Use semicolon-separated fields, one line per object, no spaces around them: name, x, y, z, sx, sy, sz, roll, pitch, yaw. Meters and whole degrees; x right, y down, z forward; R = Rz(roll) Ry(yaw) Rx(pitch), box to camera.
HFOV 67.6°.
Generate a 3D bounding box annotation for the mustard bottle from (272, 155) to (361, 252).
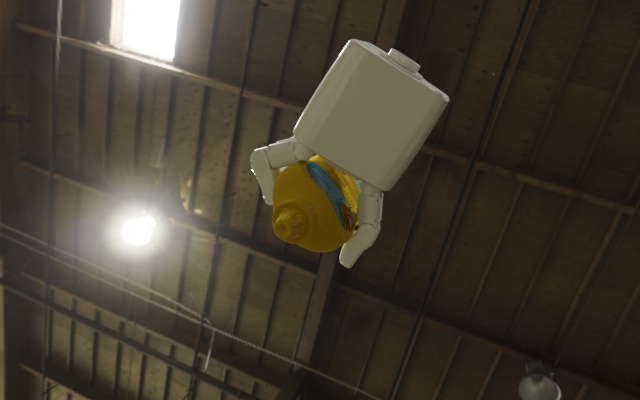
mustard bottle;0.000;0.002;0.496;0.058;0.096;0.191;-30;2;24
